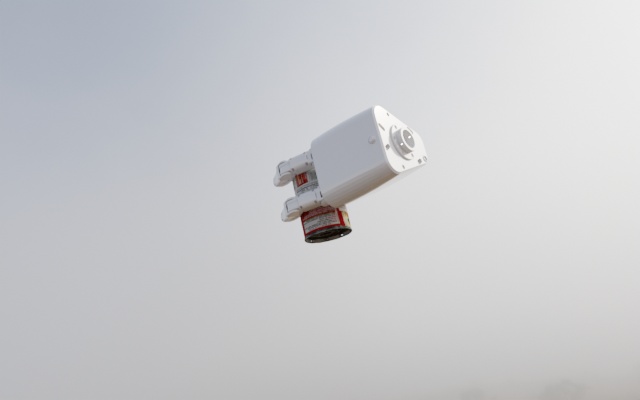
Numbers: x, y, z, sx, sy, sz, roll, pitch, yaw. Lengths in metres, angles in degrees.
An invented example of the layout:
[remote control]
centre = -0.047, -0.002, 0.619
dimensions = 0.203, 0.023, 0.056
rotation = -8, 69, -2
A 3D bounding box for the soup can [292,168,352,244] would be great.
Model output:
[soup can]
centre = 0.000, 0.002, 0.675
dimensions = 0.068, 0.102, 0.068
rotation = -12, -17, -4
